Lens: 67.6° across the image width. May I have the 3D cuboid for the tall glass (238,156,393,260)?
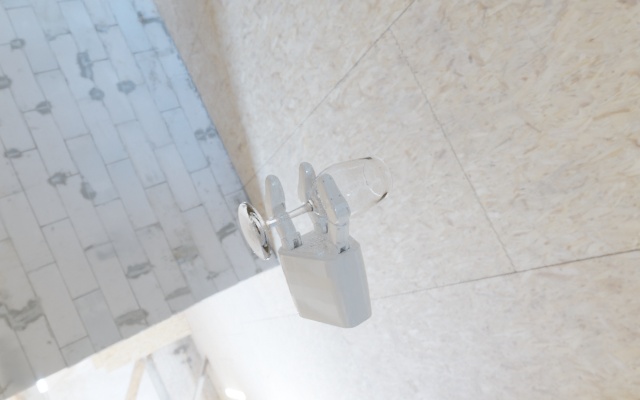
[{"bbox_3d":[0.000,0.002,0.615,0.201,0.079,0.079,-24,12,-29],"label":"tall glass"}]
